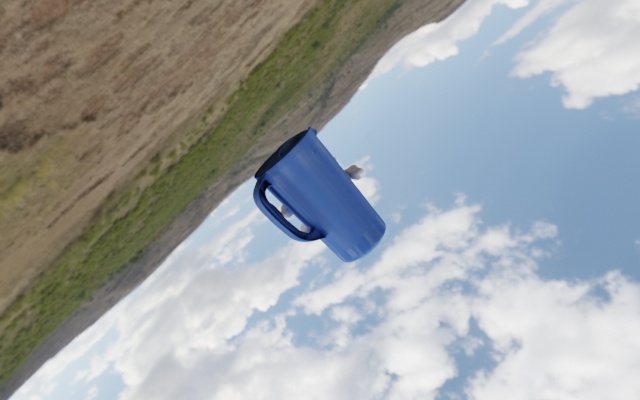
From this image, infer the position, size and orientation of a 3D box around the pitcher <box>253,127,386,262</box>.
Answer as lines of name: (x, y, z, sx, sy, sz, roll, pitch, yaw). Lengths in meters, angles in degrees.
pitcher: (0.000, 0.003, 0.862, 0.149, 0.243, 0.145, -39, 15, 11)
